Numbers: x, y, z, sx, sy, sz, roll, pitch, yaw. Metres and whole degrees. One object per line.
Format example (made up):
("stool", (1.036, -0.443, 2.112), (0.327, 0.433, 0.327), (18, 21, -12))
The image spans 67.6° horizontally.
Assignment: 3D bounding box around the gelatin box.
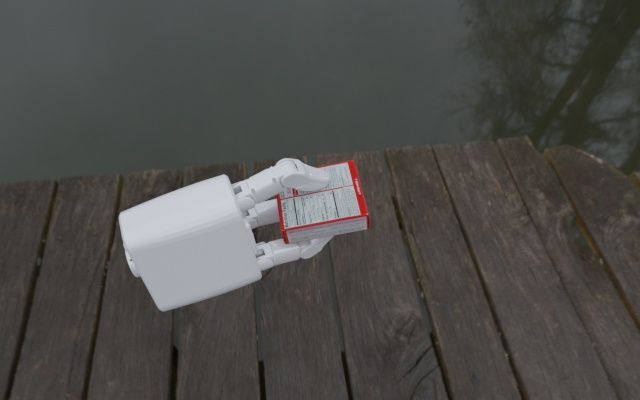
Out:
("gelatin box", (0.000, 0.001, 0.492), (0.089, 0.073, 0.030), (-11, -37, 0))
